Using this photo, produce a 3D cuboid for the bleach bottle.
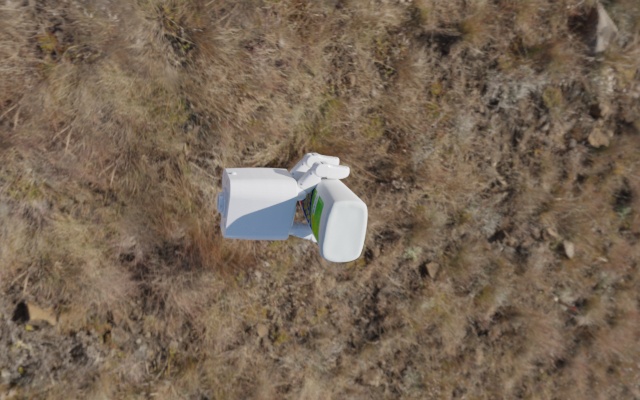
[{"bbox_3d":[0.000,0.003,0.803,0.068,0.102,0.250,2,19,-19],"label":"bleach bottle"}]
